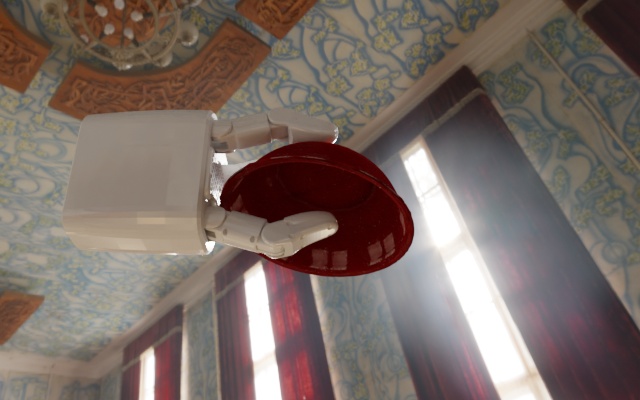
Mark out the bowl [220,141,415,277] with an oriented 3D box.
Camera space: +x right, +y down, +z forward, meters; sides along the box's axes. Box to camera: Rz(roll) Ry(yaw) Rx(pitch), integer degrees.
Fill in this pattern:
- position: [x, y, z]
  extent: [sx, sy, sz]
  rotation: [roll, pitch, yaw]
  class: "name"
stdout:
- position: [0.001, 0.001, 0.409]
  extent: [0.162, 0.055, 0.162]
  rotation: [8, -38, 6]
  class: "bowl"
